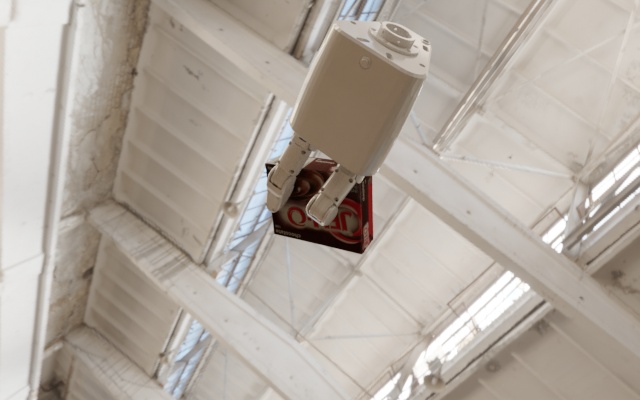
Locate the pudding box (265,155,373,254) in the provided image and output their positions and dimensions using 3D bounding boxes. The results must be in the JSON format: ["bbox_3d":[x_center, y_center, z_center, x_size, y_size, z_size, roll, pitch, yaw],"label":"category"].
[{"bbox_3d":[0.000,0.002,0.512,0.113,0.090,0.039,12,31,28],"label":"pudding box"}]
